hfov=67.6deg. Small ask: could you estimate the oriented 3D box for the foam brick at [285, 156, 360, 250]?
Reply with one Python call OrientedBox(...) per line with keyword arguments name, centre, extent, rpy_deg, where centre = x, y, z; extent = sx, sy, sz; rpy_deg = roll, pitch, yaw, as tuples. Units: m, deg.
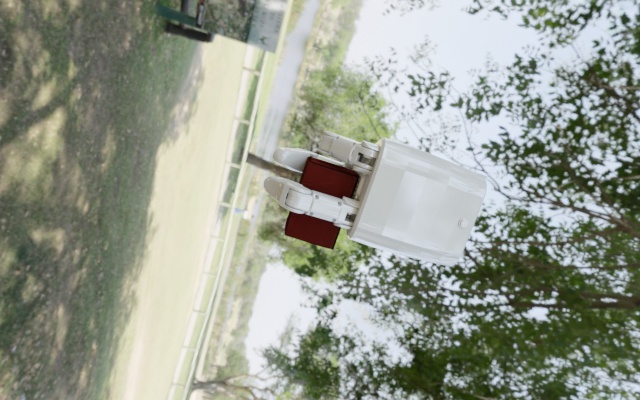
OrientedBox(name="foam brick", centre=(0.000, 0.002, 0.475), extent=(0.051, 0.078, 0.053), rpy_deg=(18, 9, -6))
